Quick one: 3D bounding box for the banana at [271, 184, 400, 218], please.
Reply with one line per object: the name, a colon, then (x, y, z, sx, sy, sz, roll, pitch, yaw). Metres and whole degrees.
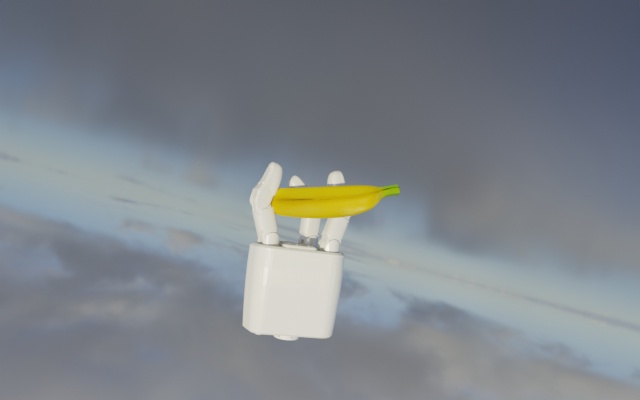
banana: (-0.008, 0.002, 0.566, 0.198, 0.037, 0.069, -1, 0, 37)
